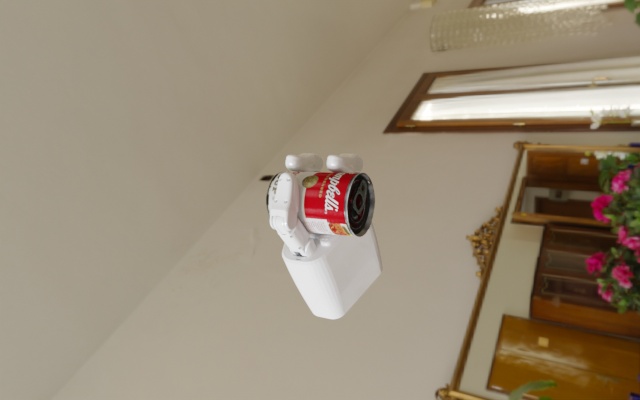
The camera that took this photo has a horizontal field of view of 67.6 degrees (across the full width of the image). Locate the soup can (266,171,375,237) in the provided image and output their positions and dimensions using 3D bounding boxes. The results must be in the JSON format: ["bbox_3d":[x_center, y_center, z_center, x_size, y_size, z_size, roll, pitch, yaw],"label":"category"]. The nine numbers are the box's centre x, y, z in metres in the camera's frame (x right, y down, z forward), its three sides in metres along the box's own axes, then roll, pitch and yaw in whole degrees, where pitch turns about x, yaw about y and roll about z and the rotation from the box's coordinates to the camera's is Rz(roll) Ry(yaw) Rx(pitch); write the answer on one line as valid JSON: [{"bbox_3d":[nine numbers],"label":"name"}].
[{"bbox_3d":[0.000,0.001,0.527,0.102,0.068,0.068,4,2,30],"label":"soup can"}]
